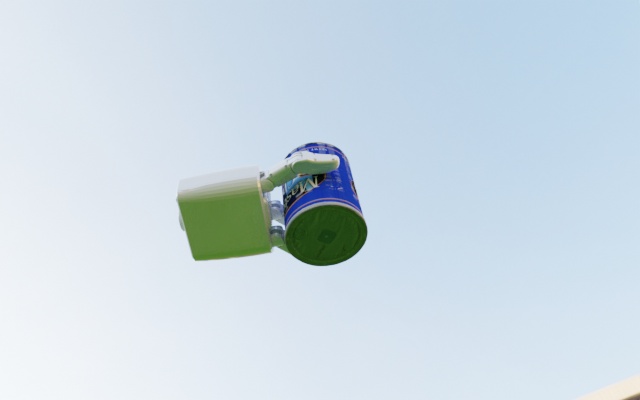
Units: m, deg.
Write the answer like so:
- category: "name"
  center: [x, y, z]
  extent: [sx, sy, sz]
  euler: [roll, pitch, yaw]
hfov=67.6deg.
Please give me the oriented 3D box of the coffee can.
- category: "coffee can"
  center: [0.000, 0.002, 0.637]
  extent: [0.103, 0.103, 0.140]
  euler: [0, 38, -8]
